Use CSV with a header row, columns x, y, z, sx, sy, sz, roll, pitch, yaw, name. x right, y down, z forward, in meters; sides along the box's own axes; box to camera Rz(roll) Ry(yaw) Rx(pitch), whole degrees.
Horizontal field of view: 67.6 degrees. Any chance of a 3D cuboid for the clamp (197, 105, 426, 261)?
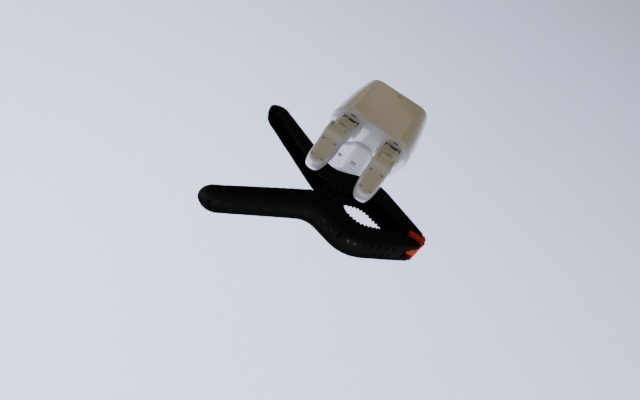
x,y,z,sx,sy,sz,roll,pitch,yaw,name
0.000,0.002,0.456,0.210,0.036,0.164,35,44,3,clamp
